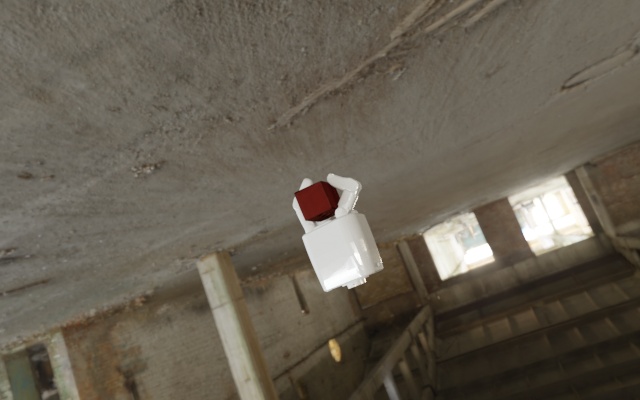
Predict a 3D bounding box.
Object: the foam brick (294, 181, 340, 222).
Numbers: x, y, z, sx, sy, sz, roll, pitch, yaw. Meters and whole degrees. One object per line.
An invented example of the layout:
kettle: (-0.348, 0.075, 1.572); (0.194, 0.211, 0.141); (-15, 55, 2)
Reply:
foam brick: (0.000, 0.003, 0.813); (0.053, 0.051, 0.078); (-25, -11, 17)
